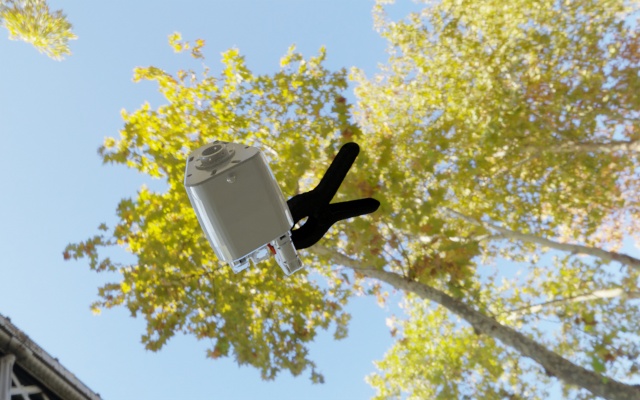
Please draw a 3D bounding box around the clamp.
[{"bbox_3d":[0.000,0.002,0.619,0.171,0.120,0.039,-31,35,-19],"label":"clamp"}]
